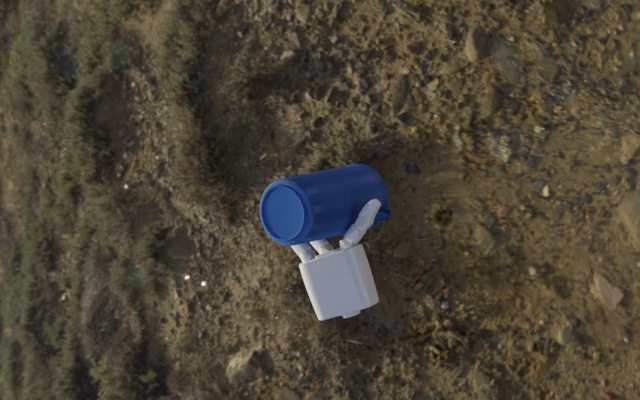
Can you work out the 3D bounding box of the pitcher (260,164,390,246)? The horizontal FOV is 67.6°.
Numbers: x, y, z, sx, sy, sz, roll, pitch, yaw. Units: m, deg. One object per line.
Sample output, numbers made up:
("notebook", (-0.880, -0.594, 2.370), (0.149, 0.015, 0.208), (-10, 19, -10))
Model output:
("pitcher", (0.000, 0.003, 0.852), (0.149, 0.145, 0.243), (-23, -7, 35))
